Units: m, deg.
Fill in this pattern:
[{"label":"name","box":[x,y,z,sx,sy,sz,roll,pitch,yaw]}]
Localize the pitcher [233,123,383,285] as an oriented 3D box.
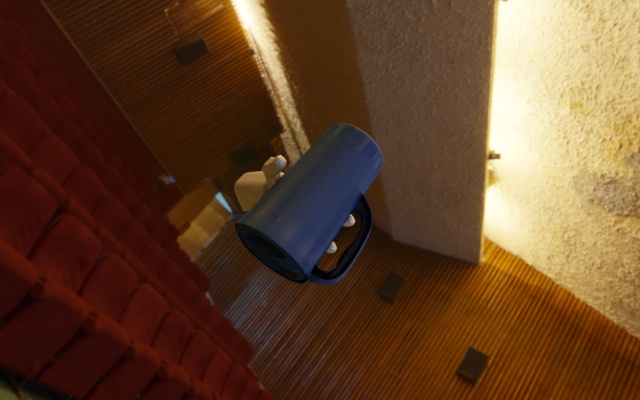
[{"label":"pitcher","box":[0.000,0.002,0.731,0.145,0.242,0.149,4,-41,53]}]
